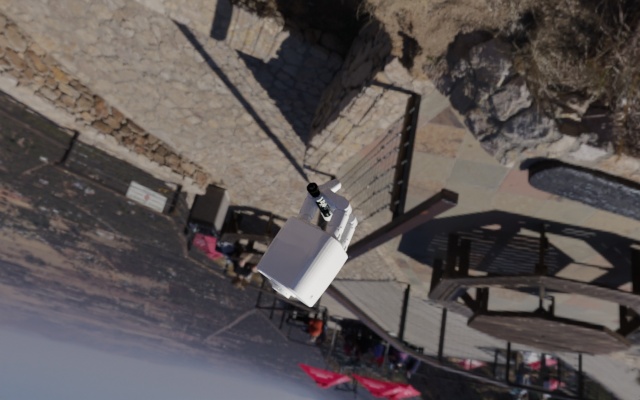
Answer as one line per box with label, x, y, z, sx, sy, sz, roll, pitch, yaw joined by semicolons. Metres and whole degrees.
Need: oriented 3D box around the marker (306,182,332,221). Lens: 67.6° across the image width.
marker;0.000;0.003;0.808;0.020;0.020;0.121;0;-25;16
